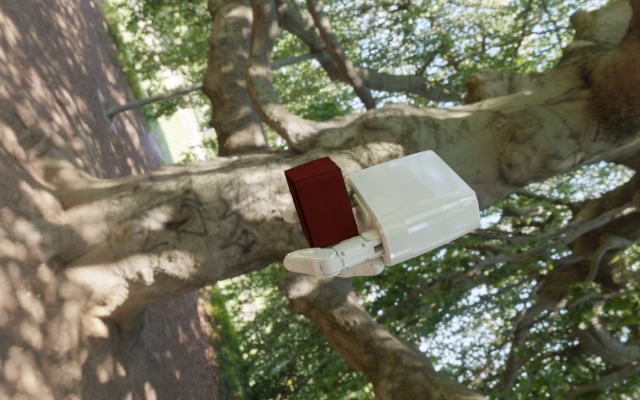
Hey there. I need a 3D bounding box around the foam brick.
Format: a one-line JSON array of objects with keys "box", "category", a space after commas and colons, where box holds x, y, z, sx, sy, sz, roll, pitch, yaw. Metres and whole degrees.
[{"box": [0.000, 0.001, 0.491, 0.051, 0.078, 0.053, -20, 23, -6], "category": "foam brick"}]
